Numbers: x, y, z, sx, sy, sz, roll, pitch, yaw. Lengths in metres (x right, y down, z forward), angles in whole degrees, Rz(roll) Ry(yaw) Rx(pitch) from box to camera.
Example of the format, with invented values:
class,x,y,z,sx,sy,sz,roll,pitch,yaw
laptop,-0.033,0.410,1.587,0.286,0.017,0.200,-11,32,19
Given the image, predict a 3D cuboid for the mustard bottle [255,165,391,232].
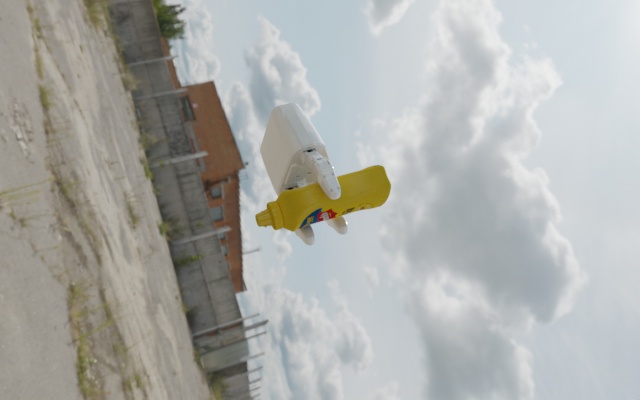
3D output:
class,x,y,z,sx,sy,sz,roll,pitch,yaw
mustard bottle,0.000,0.002,0.686,0.191,0.058,0.096,-16,-12,-16
